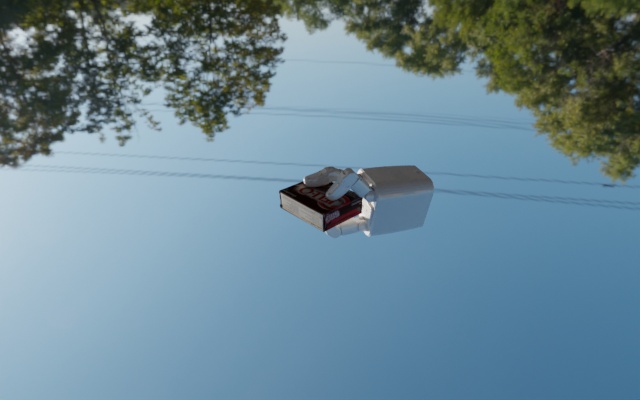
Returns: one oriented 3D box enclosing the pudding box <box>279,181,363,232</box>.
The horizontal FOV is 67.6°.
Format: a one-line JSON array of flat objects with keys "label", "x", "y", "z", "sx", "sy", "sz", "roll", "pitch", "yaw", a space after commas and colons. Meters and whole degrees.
[{"label": "pudding box", "x": 0.000, "y": 0.003, "z": 0.795, "sx": 0.090, "sy": 0.039, "sz": 0.113, "roll": -23, "pitch": 34, "yaw": -38}]
